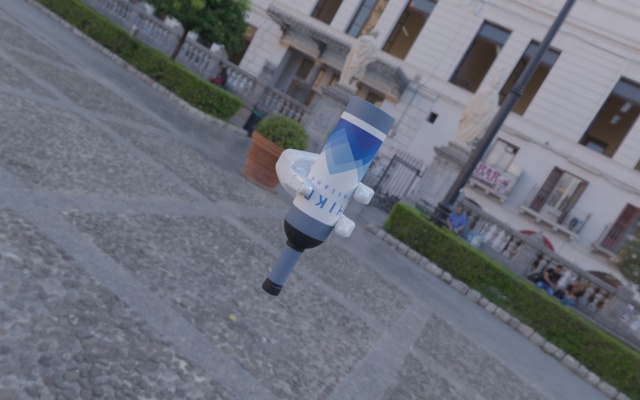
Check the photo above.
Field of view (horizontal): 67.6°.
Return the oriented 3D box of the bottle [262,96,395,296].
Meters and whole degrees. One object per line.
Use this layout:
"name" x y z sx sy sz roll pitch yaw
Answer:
"bottle" 0.000 0.002 0.662 0.069 0.296 0.069 29 8 -4
